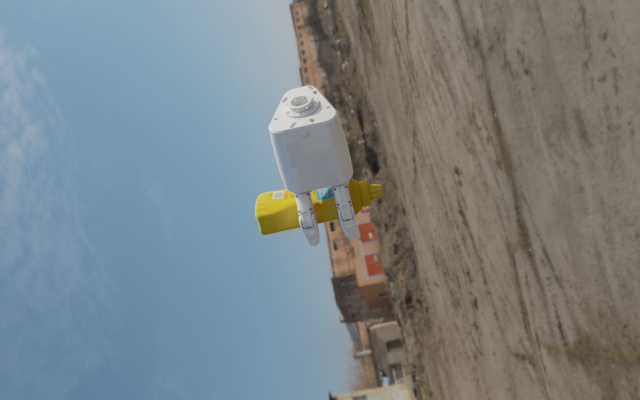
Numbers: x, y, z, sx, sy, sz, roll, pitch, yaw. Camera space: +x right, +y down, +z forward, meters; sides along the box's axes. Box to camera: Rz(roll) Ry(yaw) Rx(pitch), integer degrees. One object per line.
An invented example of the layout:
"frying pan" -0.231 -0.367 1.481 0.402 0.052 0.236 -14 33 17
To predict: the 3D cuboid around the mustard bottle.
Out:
"mustard bottle" 0.000 0.003 0.735 0.191 0.058 0.096 -12 18 4
